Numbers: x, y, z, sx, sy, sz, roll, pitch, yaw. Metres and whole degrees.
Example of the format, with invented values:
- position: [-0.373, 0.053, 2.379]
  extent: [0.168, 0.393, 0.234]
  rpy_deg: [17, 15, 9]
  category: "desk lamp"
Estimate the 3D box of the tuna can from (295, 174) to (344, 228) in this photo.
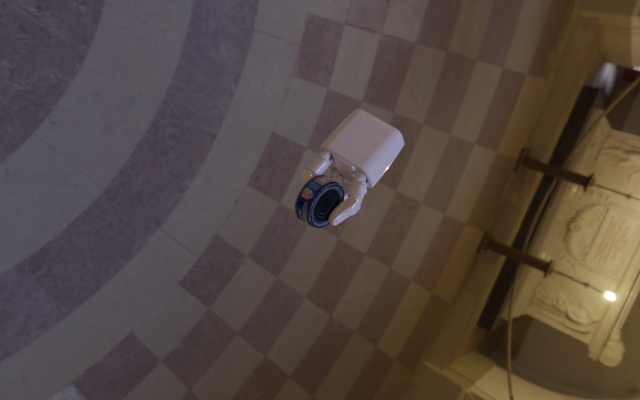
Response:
- position: [0.000, 0.003, 0.791]
  extent: [0.033, 0.086, 0.086]
  rpy_deg: [32, 19, 34]
  category: "tuna can"
